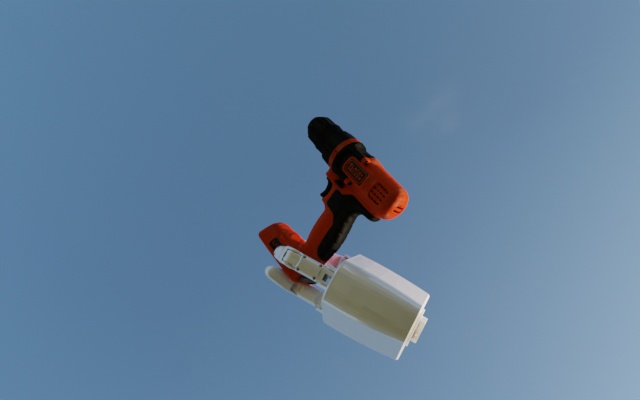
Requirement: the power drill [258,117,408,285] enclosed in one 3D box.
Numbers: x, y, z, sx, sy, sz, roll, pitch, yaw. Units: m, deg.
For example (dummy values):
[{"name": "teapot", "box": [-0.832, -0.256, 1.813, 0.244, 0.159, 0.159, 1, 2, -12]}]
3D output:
[{"name": "power drill", "box": [0.000, 0.003, 0.629, 0.057, 0.188, 0.184, 15, 28, -52]}]
